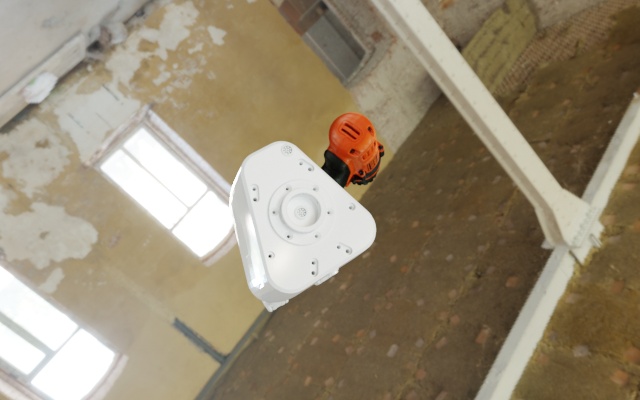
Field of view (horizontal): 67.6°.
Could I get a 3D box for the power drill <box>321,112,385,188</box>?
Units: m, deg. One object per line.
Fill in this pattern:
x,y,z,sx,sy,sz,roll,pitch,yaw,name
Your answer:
0.000,0.002,0.536,0.057,0.187,0.184,36,-3,14,power drill
